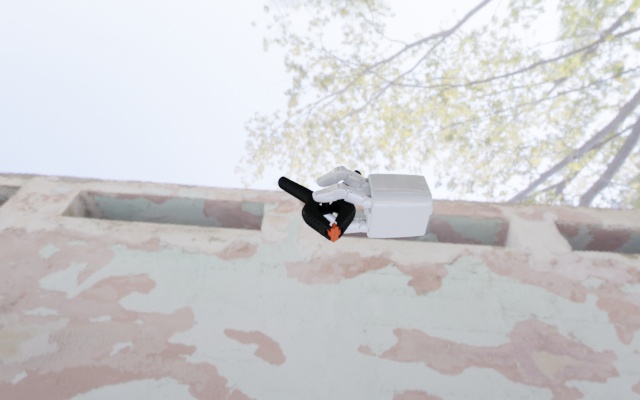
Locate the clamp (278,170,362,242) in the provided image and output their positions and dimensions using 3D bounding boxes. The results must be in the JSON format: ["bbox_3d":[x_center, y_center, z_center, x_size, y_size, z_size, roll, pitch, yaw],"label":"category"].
[{"bbox_3d":[0.000,0.004,0.861,0.164,0.036,0.209,-2,32,1],"label":"clamp"}]
